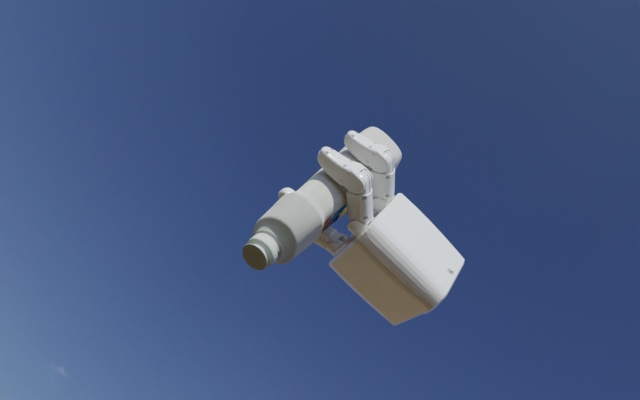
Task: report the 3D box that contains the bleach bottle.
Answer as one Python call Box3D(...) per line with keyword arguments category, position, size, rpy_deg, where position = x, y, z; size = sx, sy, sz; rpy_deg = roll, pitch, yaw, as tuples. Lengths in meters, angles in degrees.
Box3D(category="bleach bottle", position=(0.000, 0.002, 0.529), size=(0.250, 0.068, 0.103), rpy_deg=(-40, -6, -48))
